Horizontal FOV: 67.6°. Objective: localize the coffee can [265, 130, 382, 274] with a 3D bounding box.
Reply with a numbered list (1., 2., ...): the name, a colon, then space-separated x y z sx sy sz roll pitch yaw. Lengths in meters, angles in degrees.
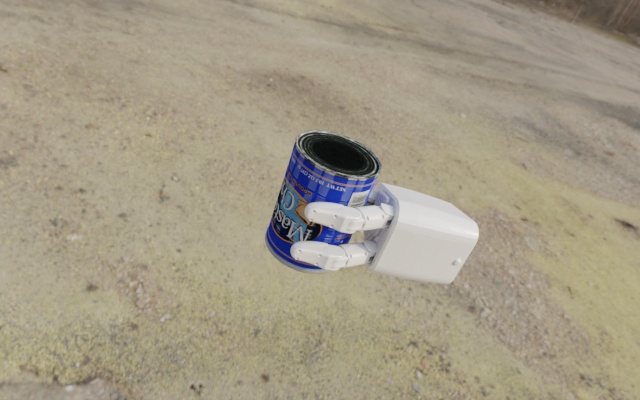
1. coffee can: 0.000 0.002 0.570 0.103 0.140 0.102 15 32 -9
